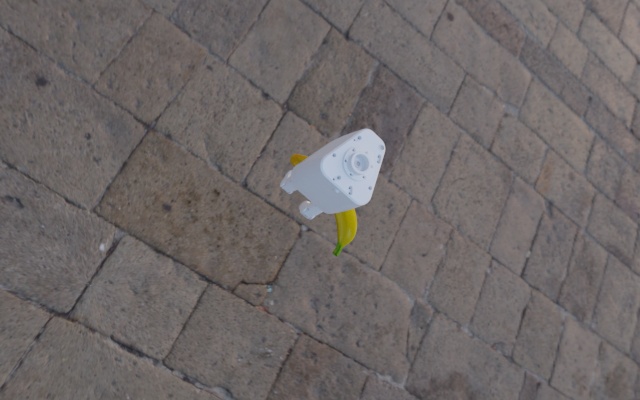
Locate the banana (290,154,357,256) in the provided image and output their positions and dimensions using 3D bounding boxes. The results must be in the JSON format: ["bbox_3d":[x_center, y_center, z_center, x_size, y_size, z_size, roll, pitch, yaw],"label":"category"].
[{"bbox_3d":[0.017,-0.002,0.840,0.069,0.198,0.037,-29,9,-23],"label":"banana"}]
